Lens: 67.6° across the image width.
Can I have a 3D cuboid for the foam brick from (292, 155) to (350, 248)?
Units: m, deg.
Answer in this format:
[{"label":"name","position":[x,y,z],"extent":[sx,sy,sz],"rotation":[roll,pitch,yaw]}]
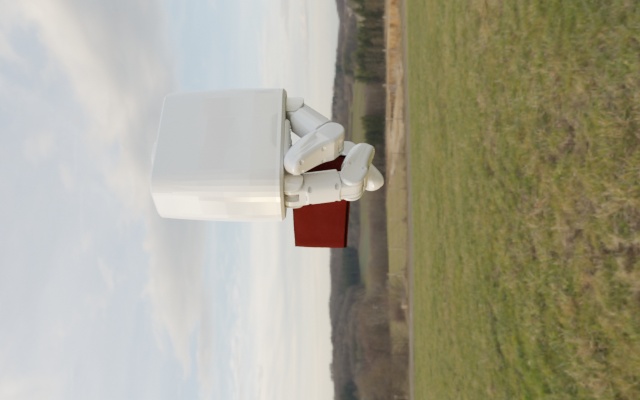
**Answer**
[{"label":"foam brick","position":[0.000,0.002,0.452],"extent":[0.051,0.053,0.078],"rotation":[-1,-44,-1]}]
